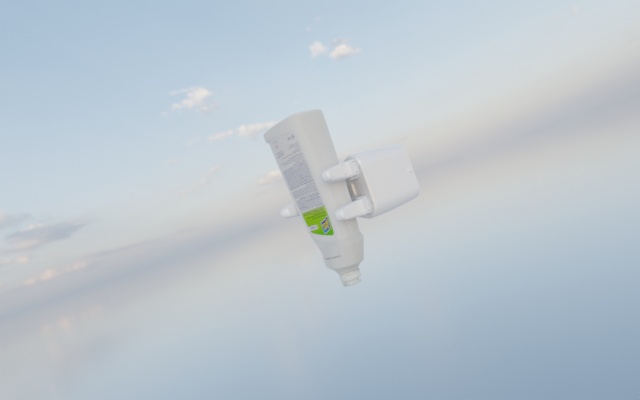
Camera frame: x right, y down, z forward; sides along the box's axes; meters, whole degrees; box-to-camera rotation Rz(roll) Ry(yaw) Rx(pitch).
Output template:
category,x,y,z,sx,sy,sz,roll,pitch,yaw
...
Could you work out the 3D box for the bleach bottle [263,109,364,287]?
category,x,y,z,sx,sy,sz,roll,pitch,yaw
bleach bottle,0.000,0.002,0.691,0.068,0.251,0.102,-19,-1,-35
